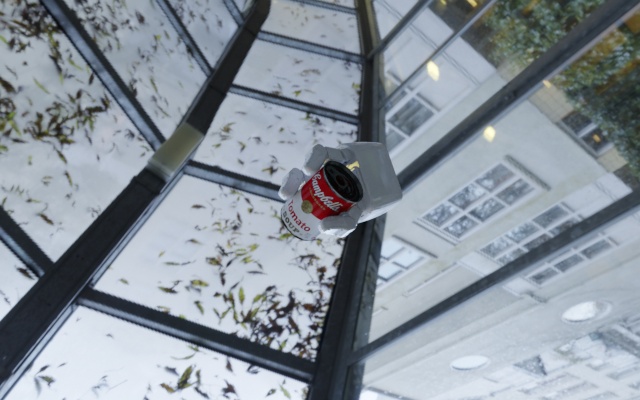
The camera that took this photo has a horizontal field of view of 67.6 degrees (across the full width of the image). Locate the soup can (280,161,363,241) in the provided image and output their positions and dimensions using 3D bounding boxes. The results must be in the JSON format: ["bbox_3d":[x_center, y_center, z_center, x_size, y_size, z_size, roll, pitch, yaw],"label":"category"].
[{"bbox_3d":[0.000,0.002,0.656,0.068,0.068,0.102,0,-34,-48],"label":"soup can"}]
